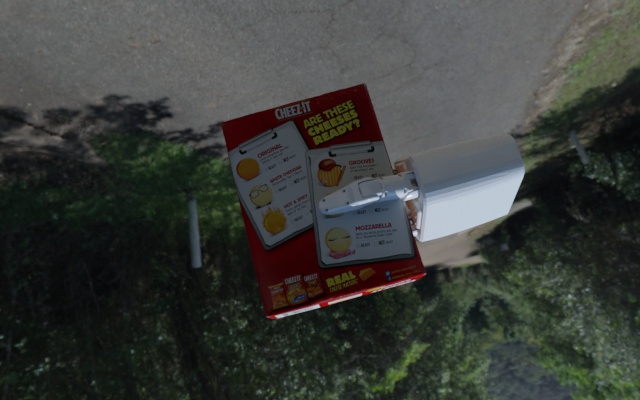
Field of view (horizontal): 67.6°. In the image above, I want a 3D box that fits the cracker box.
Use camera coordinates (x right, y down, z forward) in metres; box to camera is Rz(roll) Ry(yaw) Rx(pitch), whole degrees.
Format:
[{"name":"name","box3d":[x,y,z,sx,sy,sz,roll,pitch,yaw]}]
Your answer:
[{"name":"cracker box","box3d":[0.000,0.002,0.515,0.164,0.213,0.072,-15,-15,-1]}]
